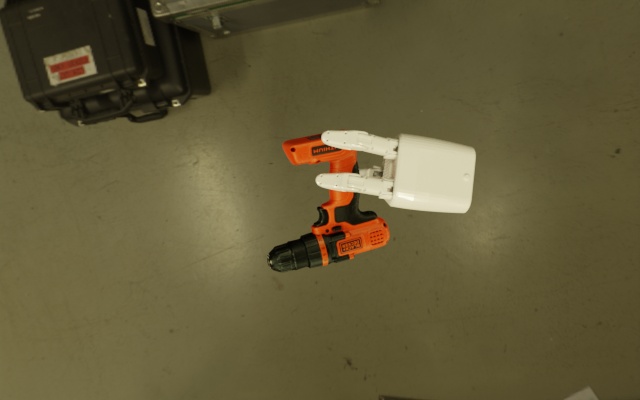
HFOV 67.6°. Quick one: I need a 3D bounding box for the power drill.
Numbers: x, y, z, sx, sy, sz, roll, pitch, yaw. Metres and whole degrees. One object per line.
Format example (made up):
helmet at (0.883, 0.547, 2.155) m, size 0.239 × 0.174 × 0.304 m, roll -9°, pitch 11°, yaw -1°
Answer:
power drill at (0.000, 0.002, 0.679) m, size 0.184 × 0.188 × 0.057 m, roll -15°, pitch 19°, yaw -14°
